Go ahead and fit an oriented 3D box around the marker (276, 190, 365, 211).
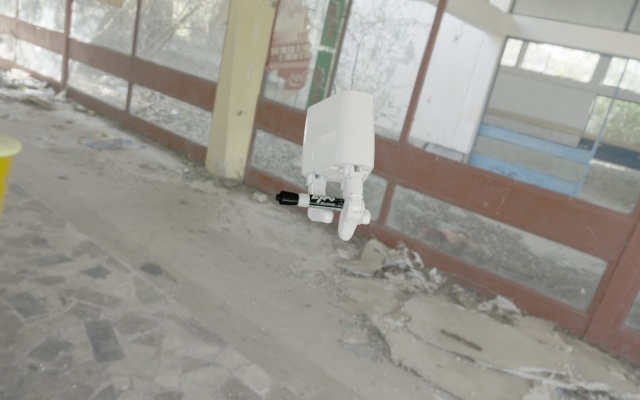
[{"bbox_3d":[0.000,0.002,0.631,0.121,0.020,0.020,6,-2,-20],"label":"marker"}]
